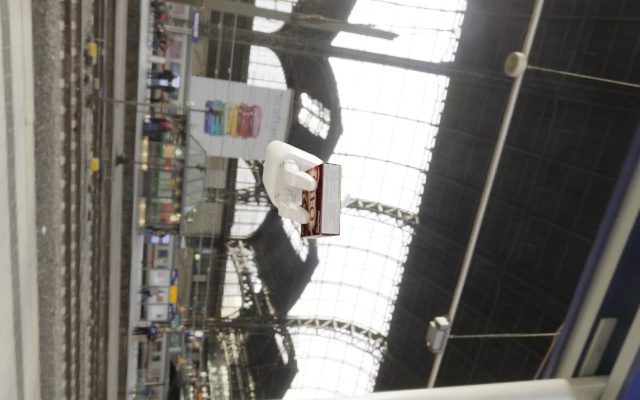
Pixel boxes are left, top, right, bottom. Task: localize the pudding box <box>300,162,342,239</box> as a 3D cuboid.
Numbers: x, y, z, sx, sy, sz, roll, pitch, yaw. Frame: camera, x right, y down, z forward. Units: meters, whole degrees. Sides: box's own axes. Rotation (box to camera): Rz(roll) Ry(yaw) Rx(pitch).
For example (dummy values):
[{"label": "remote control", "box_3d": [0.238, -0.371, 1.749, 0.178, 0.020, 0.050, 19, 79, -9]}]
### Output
[{"label": "pudding box", "box_3d": [0.000, 0.002, 0.752, 0.039, 0.113, 0.090, 3, -8, -20]}]
